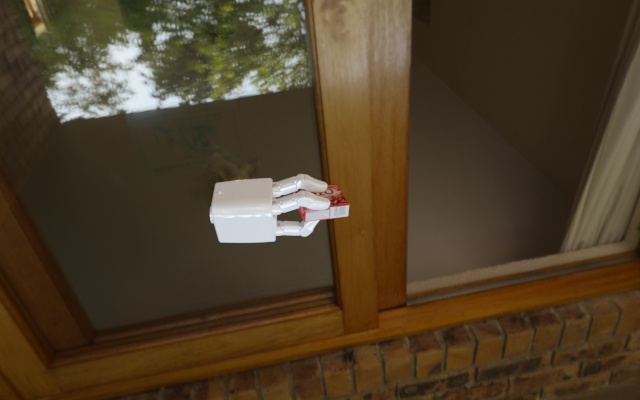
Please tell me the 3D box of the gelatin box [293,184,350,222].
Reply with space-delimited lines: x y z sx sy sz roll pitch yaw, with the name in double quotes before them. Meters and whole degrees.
"gelatin box" 0.000 0.003 0.888 0.089 0.030 0.073 -7 36 -17
